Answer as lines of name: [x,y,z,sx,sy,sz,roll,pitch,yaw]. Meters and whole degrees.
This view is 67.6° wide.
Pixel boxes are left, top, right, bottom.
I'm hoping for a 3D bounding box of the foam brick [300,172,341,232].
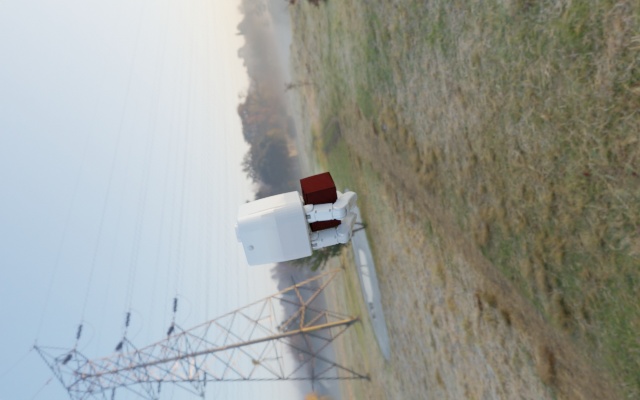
foam brick: [0.000,0.002,0.783,0.051,0.078,0.053,-13,32,-6]
